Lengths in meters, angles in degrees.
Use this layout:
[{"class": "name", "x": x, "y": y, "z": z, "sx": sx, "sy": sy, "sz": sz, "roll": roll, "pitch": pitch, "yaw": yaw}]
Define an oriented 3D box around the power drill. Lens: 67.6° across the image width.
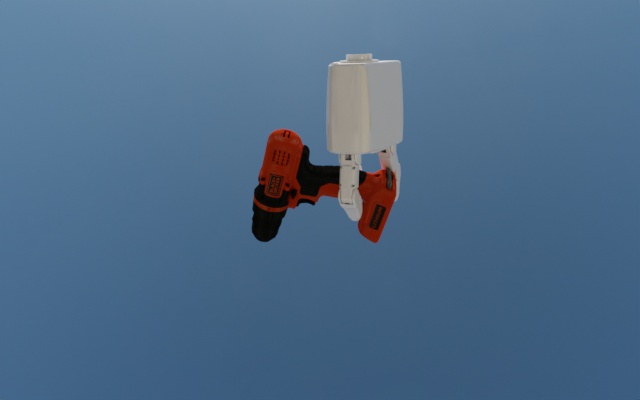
[{"class": "power drill", "x": 0.001, "y": 0.002, "z": 0.669, "sx": 0.187, "sy": 0.185, "sz": 0.057, "roll": 13, "pitch": 38, "yaw": -6}]
